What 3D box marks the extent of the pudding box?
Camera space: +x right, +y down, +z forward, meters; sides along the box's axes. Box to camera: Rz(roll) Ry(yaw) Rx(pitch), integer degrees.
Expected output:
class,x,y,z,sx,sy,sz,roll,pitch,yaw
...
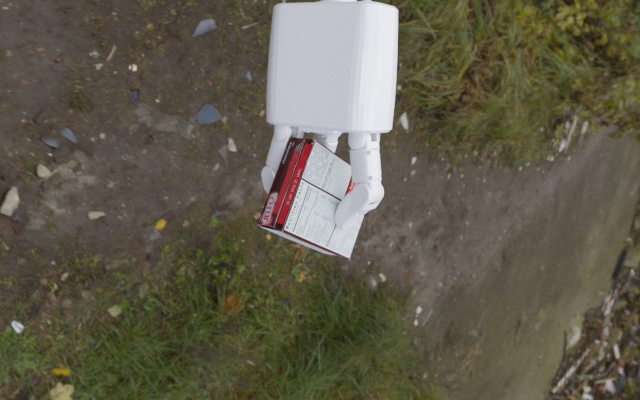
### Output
class,x,y,z,sx,sy,sz,roll,pitch,yaw
pudding box,0.000,0.001,0.467,0.039,0.090,0.113,13,-11,43
